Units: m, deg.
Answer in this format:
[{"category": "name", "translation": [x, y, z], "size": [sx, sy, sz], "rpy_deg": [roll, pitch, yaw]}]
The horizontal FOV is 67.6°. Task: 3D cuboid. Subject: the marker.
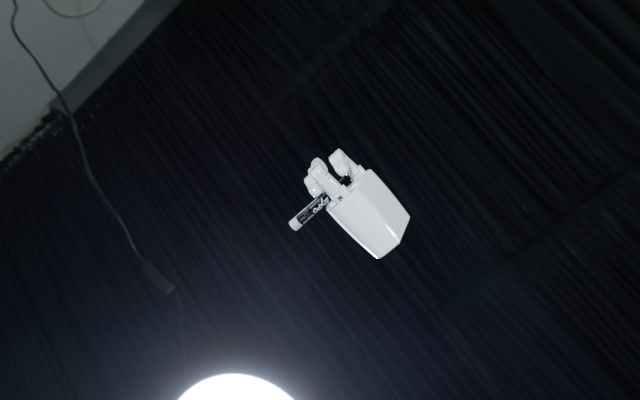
[{"category": "marker", "translation": [0.000, 0.002, 0.737], "size": [0.121, 0.020, 0.020], "rpy_deg": [-41, -13, 15]}]
